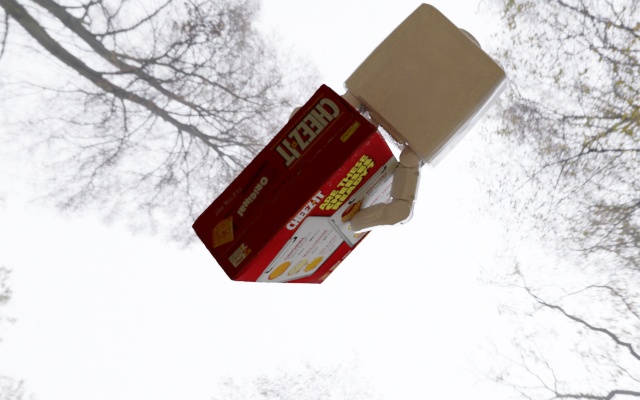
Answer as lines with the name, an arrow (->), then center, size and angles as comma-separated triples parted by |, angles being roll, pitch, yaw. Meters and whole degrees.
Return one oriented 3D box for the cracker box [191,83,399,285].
cracker box -> 0.000, 0.002, 0.469 | 0.072, 0.164, 0.214 | 46, 6, 21
